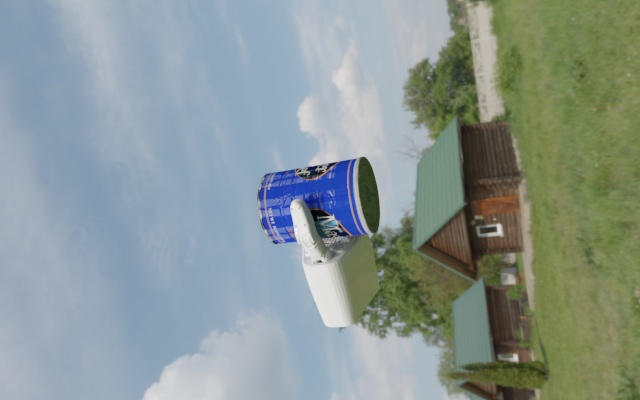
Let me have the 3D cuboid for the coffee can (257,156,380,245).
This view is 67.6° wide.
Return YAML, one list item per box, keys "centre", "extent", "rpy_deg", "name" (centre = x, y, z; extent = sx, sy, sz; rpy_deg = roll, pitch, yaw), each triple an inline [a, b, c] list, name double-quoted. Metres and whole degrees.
- centre: [0.000, 0.002, 0.648]
  extent: [0.140, 0.103, 0.103]
  rpy_deg: [-8, -3, 20]
  name: "coffee can"
